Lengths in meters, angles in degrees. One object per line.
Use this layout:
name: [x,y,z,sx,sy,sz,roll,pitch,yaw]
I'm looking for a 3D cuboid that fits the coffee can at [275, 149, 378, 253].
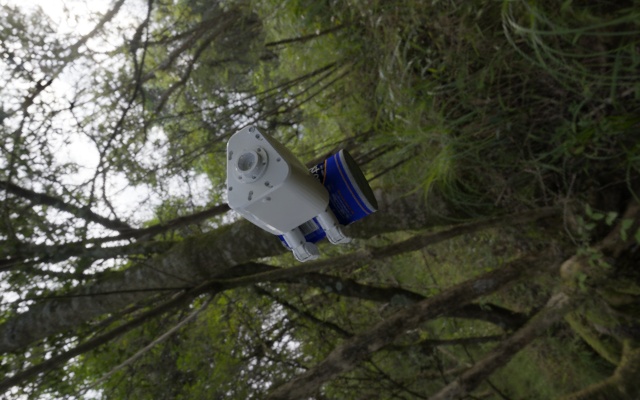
coffee can: [0.000,0.002,0.710,0.140,0.103,0.103,-30,-8,14]
